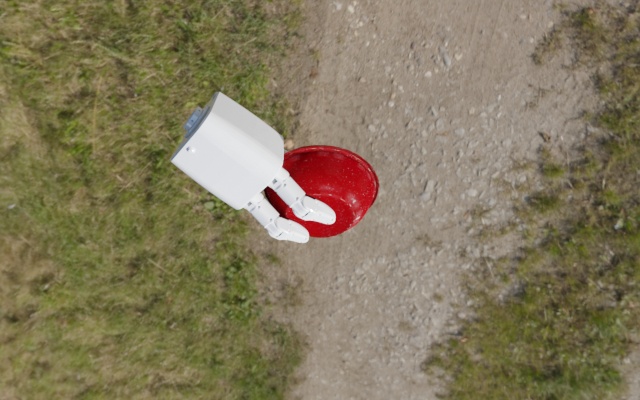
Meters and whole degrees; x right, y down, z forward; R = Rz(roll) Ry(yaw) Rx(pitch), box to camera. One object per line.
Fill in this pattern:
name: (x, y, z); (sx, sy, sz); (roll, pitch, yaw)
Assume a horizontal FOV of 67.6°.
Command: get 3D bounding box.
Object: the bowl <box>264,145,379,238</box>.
bowl: (0.001, 0.003, 0.649); (0.162, 0.055, 0.162); (1, -42, 1)
